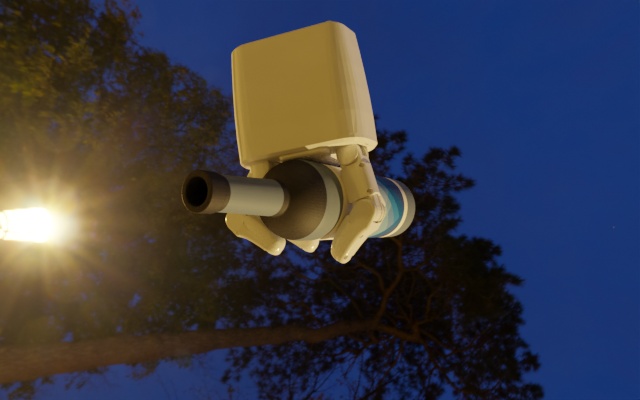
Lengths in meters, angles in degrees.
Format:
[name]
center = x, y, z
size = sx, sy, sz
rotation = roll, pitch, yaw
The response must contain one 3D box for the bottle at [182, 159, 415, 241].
[bottle]
center = 0.000, 0.001, 0.420
size = 0.069, 0.069, 0.296
rotation = 0, -3, 32
